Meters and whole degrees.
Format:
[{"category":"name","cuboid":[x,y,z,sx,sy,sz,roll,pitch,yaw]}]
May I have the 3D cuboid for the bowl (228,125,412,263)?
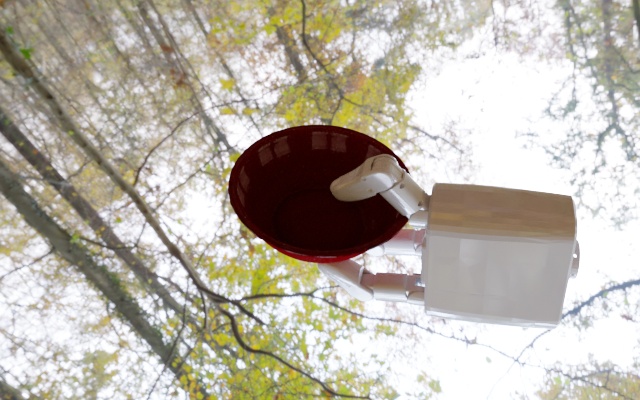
[{"category":"bowl","cuboid":[-0.001,0.001,0.432,0.162,0.162,0.055,0,-43,-5]}]
